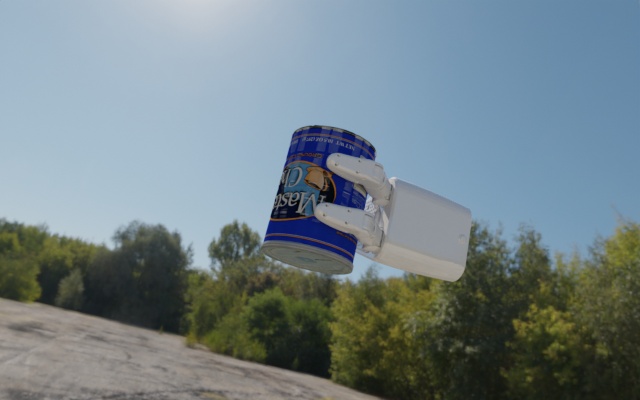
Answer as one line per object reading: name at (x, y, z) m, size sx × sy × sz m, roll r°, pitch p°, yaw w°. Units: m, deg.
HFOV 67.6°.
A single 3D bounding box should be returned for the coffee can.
coffee can at (0.000, 0.002, 0.537) m, size 0.103 × 0.140 × 0.103 m, roll 12°, pitch -18°, yaw 4°
